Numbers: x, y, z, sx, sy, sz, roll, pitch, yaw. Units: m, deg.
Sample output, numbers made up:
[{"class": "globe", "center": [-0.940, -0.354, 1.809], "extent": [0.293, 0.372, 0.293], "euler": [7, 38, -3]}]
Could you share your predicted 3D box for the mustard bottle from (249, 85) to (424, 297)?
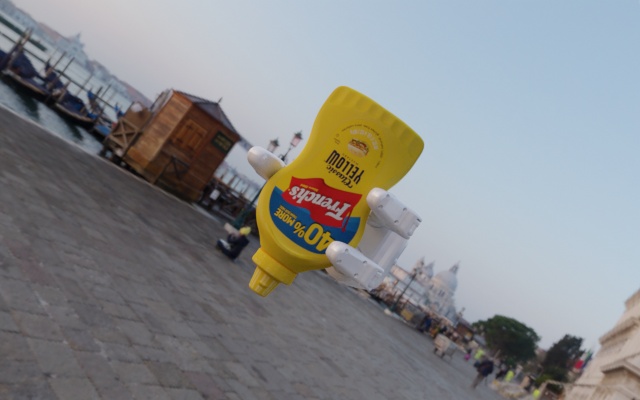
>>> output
[{"class": "mustard bottle", "center": [0.000, 0.001, 0.420], "extent": [0.096, 0.191, 0.058], "euler": [35, -3, 0]}]
